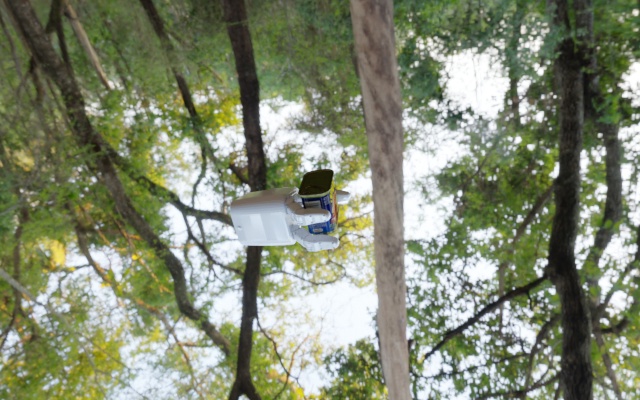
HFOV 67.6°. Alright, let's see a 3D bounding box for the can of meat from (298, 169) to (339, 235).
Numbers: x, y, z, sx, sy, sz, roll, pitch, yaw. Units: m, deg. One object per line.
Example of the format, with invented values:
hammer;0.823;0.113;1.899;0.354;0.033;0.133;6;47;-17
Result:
can of meat;0.000;0.003;0.856;0.057;0.084;0.102;-6;27;10
